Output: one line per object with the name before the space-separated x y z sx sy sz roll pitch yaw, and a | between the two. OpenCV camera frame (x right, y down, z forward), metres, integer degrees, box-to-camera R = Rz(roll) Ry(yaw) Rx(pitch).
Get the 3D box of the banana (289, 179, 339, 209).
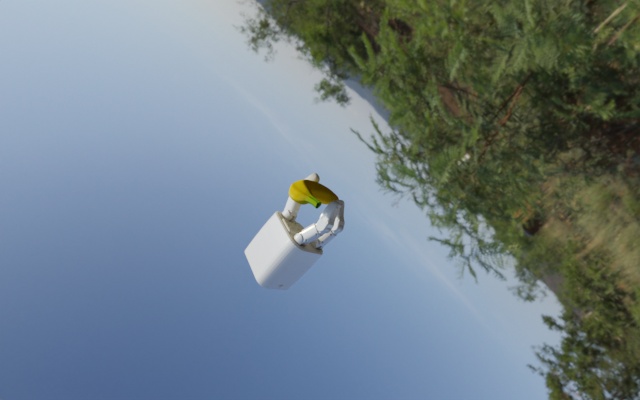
banana | -0.015 -0.009 0.833 0.069 0.037 0.198 40 10 7
